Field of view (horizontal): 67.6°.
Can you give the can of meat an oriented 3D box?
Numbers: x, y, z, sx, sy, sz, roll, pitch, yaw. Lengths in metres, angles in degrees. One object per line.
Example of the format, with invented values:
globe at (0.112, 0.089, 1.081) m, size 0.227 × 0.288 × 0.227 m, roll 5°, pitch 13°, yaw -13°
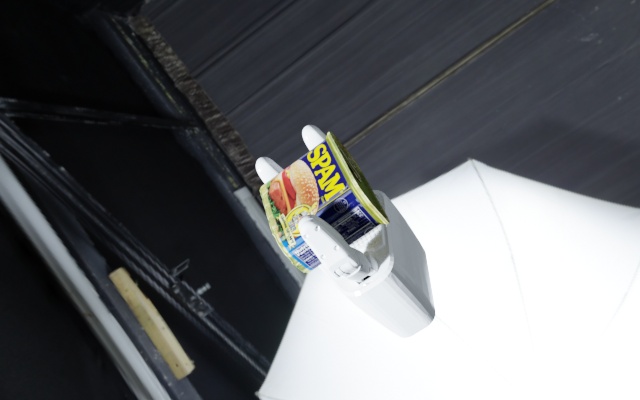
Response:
can of meat at (0.000, 0.002, 0.420) m, size 0.084 × 0.102 × 0.057 m, roll -35°, pitch -49°, yaw 11°
